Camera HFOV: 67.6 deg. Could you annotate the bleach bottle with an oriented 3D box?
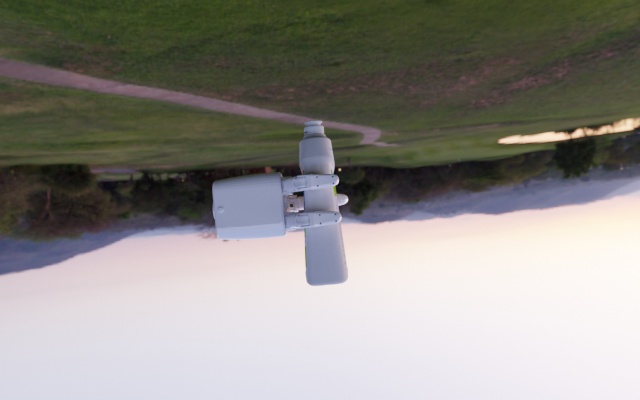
[{"bbox_3d":[0.000,0.003,0.755,0.068,0.251,0.102,-5,-1,1],"label":"bleach bottle"}]
